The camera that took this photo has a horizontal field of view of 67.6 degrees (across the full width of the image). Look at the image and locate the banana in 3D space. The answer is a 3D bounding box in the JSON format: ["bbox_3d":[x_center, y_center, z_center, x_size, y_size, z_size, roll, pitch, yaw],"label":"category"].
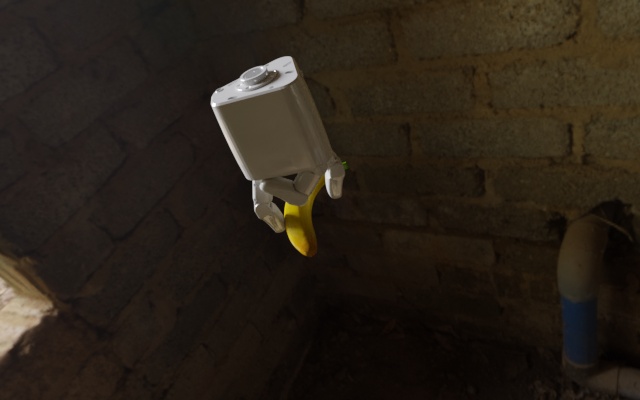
[{"bbox_3d":[-0.016,0.001,0.668,0.069,0.037,0.197,-5,39,24],"label":"banana"}]
